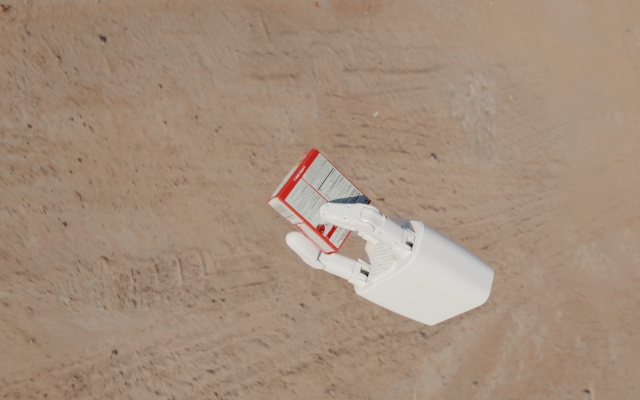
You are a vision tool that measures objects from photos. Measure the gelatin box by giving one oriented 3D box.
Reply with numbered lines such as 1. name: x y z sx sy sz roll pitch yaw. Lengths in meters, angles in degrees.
1. gelatin box: 0.000 0.001 0.503 0.089 0.073 0.030 43 -28 -15
